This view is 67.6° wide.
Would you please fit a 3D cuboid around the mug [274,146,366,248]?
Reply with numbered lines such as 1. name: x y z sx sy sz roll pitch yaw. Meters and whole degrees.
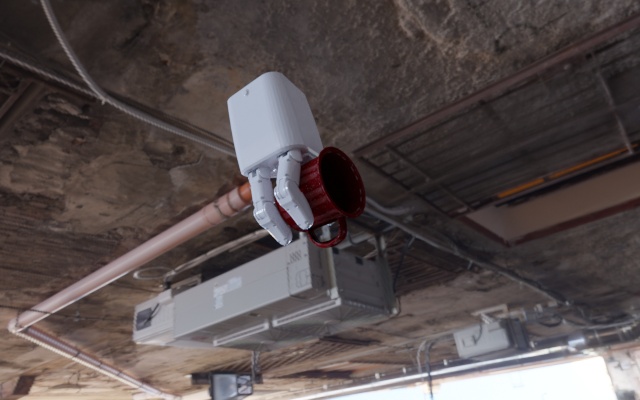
1. mug: 0.000 0.003 0.596 0.081 0.117 0.093 -24 -17 34
